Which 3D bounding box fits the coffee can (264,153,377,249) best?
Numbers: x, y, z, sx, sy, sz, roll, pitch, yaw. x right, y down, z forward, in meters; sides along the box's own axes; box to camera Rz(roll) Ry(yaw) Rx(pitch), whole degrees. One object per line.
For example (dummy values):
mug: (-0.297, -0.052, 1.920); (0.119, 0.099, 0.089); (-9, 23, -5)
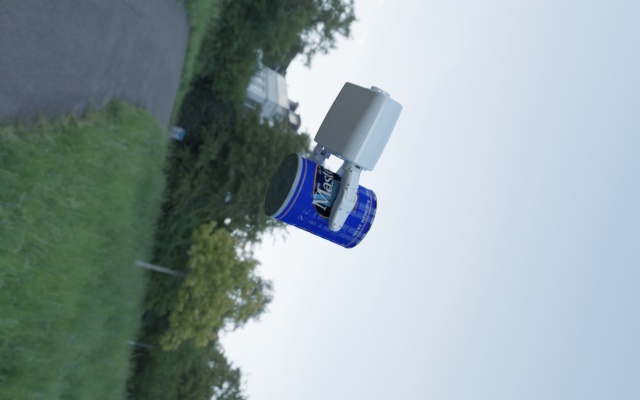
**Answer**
coffee can: (0.000, 0.003, 0.727); (0.140, 0.103, 0.103); (24, -10, -23)
